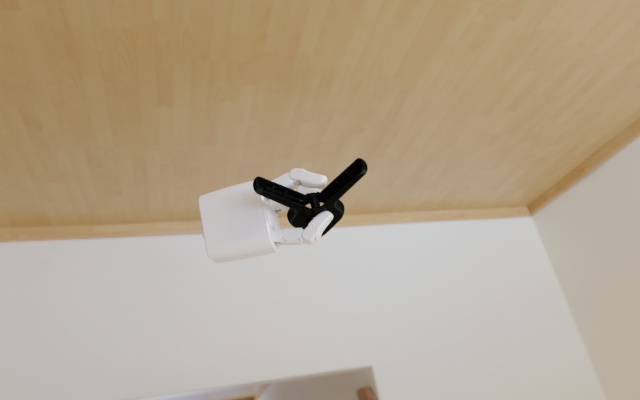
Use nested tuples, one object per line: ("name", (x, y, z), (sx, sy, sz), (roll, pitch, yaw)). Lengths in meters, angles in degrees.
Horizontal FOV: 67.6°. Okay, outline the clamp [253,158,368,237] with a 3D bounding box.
("clamp", (0.000, 0.003, 0.753), (0.164, 0.036, 0.210), (-13, -28, 5))
